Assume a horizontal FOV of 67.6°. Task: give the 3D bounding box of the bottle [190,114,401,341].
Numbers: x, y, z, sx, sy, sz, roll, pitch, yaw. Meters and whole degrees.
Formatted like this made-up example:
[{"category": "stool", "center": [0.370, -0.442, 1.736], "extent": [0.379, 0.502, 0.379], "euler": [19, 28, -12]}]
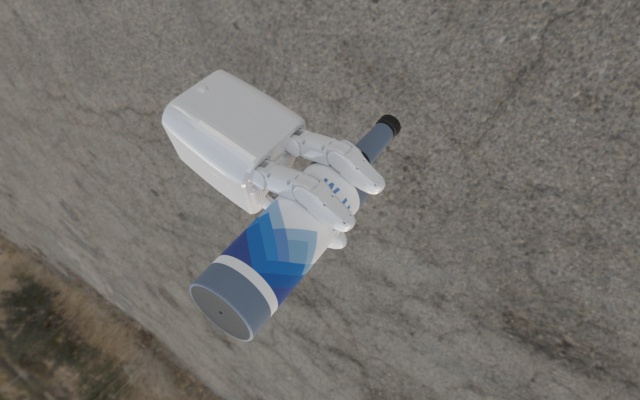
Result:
[{"category": "bottle", "center": [0.000, 0.002, 0.468], "extent": [0.069, 0.069, 0.295], "euler": [0, 38, 44]}]
